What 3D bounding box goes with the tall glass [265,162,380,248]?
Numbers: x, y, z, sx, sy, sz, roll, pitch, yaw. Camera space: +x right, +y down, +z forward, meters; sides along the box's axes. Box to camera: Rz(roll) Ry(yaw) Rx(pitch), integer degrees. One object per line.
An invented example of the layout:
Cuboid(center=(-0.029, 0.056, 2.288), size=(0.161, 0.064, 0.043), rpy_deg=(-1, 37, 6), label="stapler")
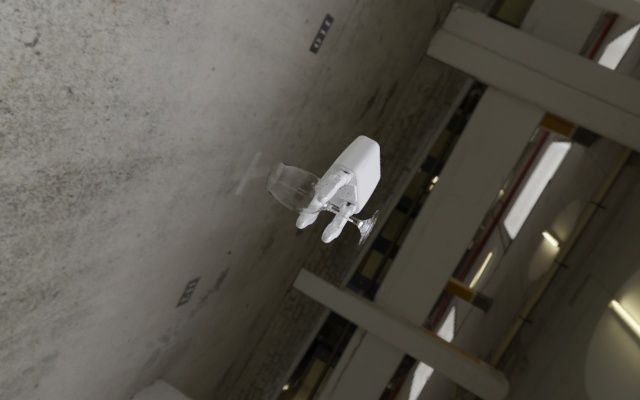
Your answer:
Cuboid(center=(0.001, 0.003, 0.853), size=(0.201, 0.079, 0.079), rpy_deg=(29, 6, 12), label="tall glass")
